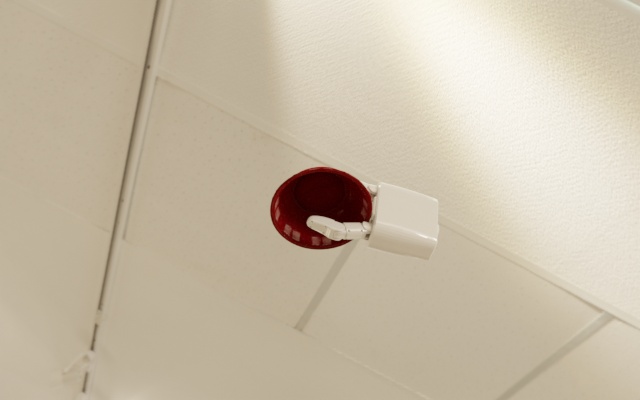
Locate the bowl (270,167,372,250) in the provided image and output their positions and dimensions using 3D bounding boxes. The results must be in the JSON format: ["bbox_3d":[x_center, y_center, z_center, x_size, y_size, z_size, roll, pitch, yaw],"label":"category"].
[{"bbox_3d":[-0.001,0.002,0.769,0.162,0.162,0.055,0,37,-4],"label":"bowl"}]
